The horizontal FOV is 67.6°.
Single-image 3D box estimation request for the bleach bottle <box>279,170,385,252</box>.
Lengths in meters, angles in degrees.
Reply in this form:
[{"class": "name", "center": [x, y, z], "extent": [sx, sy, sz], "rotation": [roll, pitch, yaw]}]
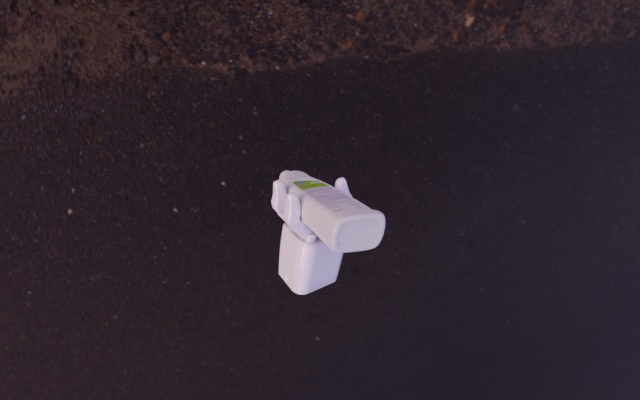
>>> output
[{"class": "bleach bottle", "center": [0.000, 0.003, 0.834], "extent": [0.102, 0.068, 0.250], "rotation": [-4, 25, -30]}]
